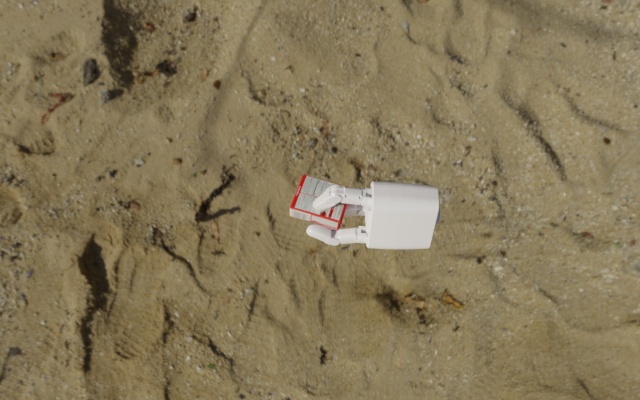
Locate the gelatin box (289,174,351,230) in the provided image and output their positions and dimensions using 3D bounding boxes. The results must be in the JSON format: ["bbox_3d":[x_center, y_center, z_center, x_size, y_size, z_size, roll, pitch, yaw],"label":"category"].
[{"bbox_3d":[0.000,0.002,0.802,0.089,0.073,0.030,16,-32,5],"label":"gelatin box"}]
